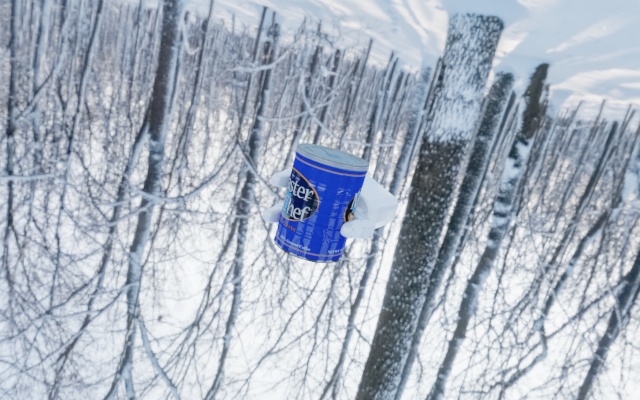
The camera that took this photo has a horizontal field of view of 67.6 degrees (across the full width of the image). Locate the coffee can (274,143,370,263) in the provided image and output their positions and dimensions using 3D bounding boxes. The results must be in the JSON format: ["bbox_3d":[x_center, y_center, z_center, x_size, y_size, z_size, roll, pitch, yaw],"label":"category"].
[{"bbox_3d":[0.000,0.002,0.666,0.103,0.140,0.102,14,15,-4],"label":"coffee can"}]
